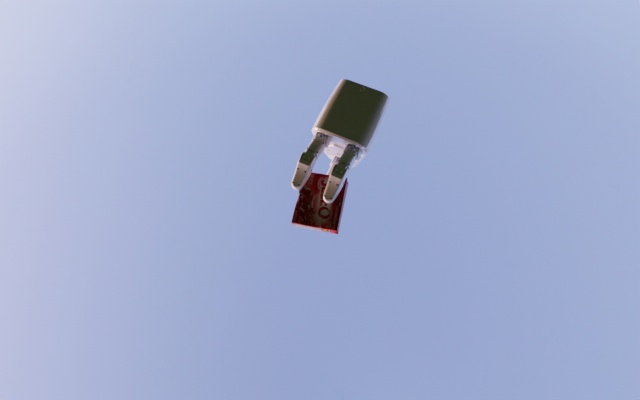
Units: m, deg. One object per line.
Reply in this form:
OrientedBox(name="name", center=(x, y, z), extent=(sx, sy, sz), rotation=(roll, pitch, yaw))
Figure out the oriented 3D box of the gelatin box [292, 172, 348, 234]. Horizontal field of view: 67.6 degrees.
OrientedBox(name="gelatin box", center=(0.000, 0.003, 0.751), extent=(0.073, 0.089, 0.030), rotation=(10, -14, 9))
